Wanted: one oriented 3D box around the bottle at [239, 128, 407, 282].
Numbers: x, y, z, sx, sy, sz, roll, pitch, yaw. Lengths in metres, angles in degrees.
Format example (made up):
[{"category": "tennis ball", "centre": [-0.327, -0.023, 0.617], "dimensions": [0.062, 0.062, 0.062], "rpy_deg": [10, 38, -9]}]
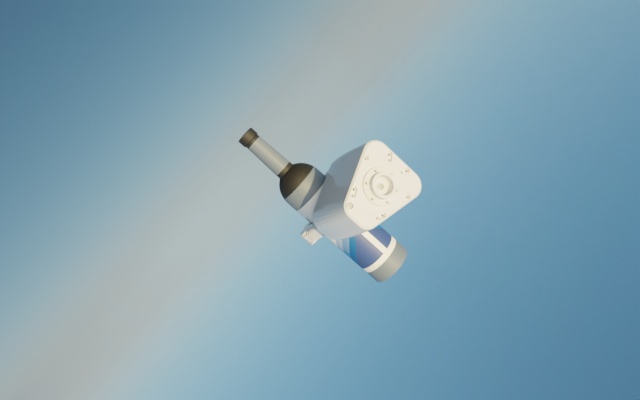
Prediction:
[{"category": "bottle", "centre": [0.000, 0.003, 0.705], "dimensions": [0.296, 0.069, 0.069], "rpy_deg": [42, -8, -9]}]
